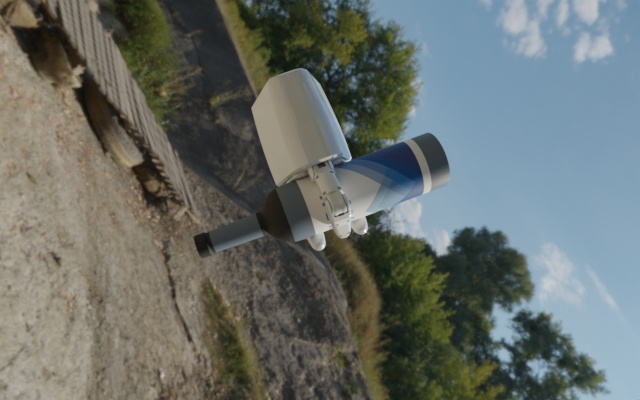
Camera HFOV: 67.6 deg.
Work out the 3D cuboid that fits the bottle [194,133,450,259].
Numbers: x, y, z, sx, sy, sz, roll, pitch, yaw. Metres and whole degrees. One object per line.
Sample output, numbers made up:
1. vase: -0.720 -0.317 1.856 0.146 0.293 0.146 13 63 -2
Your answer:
1. bottle: 0.000 0.002 0.550 0.295 0.069 0.069 -20 2 -6
